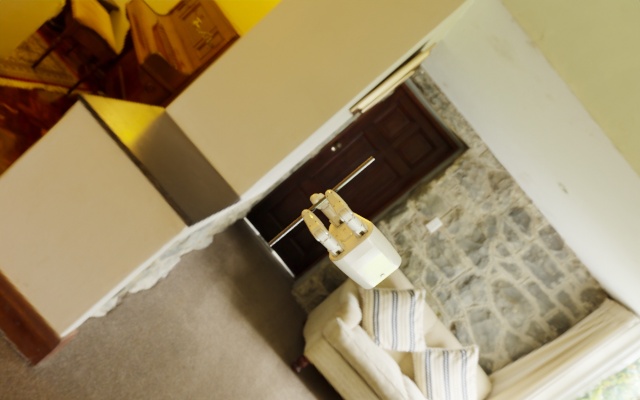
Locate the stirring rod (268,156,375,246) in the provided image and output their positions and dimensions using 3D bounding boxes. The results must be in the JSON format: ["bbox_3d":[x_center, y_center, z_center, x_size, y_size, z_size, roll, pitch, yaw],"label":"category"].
[{"bbox_3d":[0.000,0.003,0.843,0.239,0.011,0.011,-40,-7,8],"label":"stirring rod"}]
